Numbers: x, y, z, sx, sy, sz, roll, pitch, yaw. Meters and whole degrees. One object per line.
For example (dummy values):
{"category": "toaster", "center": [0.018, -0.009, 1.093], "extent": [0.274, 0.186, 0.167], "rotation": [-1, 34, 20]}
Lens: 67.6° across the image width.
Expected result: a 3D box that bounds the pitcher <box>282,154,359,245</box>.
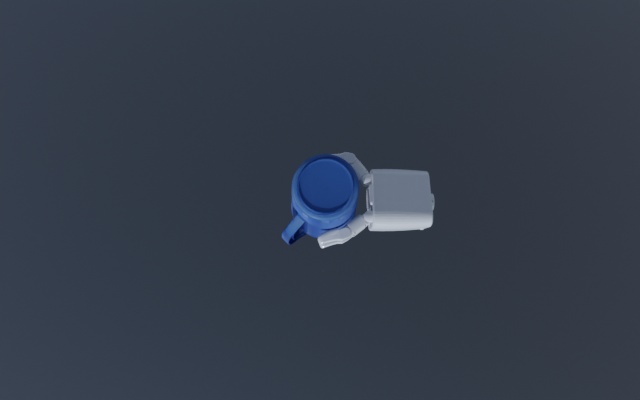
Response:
{"category": "pitcher", "center": [0.000, 0.003, 0.863], "extent": [0.145, 0.149, 0.243], "rotation": [1, -8, 0]}
